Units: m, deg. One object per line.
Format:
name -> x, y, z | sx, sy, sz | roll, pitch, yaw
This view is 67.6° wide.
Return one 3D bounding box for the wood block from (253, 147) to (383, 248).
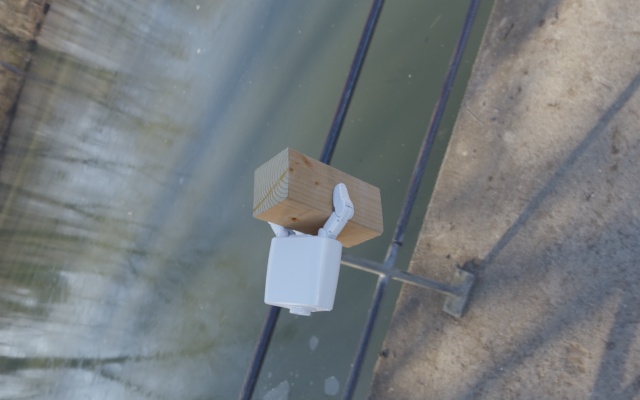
wood block -> 0.000, 0.003, 0.792 | 0.206, 0.090, 0.091 | 21, -35, -37
